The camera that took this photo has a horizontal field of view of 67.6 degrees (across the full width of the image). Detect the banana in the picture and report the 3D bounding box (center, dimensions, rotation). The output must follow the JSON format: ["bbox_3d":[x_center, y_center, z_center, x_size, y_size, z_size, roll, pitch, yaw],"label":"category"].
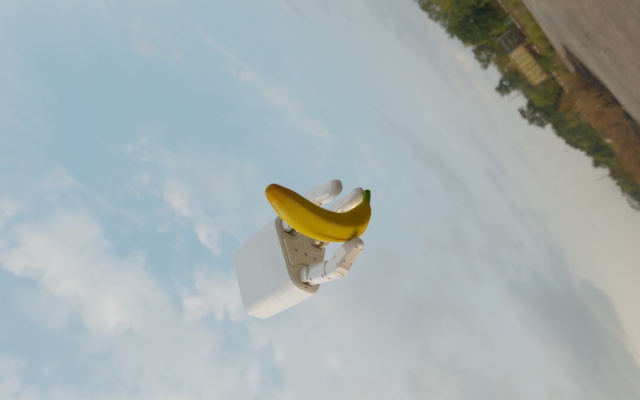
[{"bbox_3d":[0.009,0.019,0.582,0.037,0.069,0.198,-32,-20,32],"label":"banana"}]
